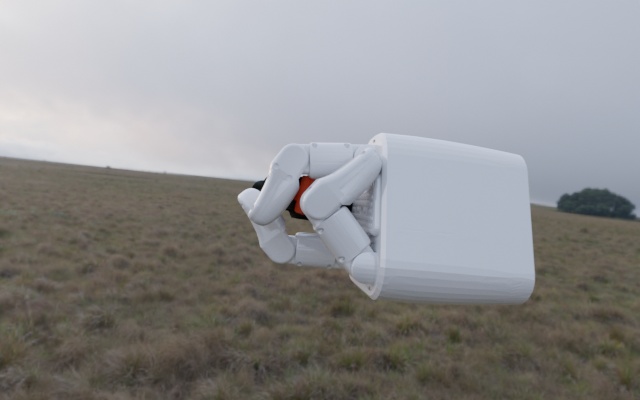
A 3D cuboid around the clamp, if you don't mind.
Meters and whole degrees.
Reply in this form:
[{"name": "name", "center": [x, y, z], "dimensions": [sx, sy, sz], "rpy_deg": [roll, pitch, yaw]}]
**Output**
[{"name": "clamp", "center": [0.000, 0.001, 0.415], "dimensions": [0.120, 0.039, 0.171], "rpy_deg": [6, 1, -9]}]
